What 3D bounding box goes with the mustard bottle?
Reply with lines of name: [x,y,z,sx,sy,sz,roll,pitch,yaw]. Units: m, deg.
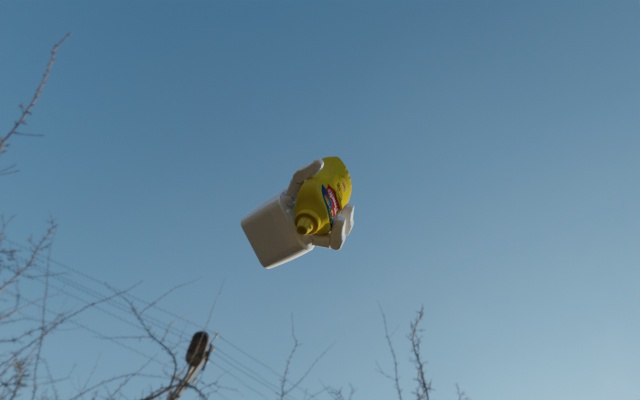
mustard bottle: [0.001,0.002,0.811,0.058,0.096,0.191,-3,26,22]
